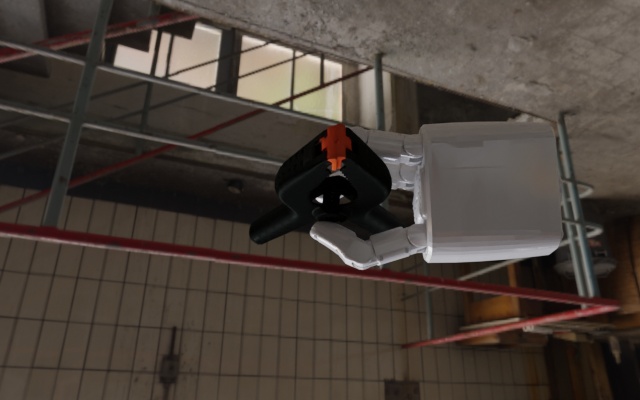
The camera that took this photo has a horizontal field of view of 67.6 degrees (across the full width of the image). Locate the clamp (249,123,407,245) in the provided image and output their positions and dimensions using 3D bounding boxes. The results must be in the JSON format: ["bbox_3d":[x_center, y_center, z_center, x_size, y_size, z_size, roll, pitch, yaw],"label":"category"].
[{"bbox_3d":[0.000,0.002,0.419,0.164,0.036,0.210,-3,-23,5],"label":"clamp"}]
